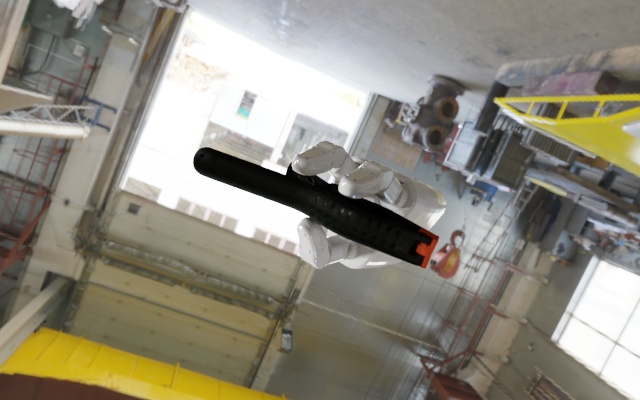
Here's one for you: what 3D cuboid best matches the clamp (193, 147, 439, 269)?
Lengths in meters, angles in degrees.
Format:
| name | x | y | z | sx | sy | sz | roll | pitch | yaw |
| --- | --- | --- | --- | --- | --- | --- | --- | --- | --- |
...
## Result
| name | x | y | z | sx | sy | sz | roll | pitch | yaw |
| --- | --- | --- | --- | --- | --- | --- | --- | --- | --- |
| clamp | 0.000 | 0.002 | 0.425 | 0.210 | 0.036 | 0.164 | 27 | 12 | 32 |
